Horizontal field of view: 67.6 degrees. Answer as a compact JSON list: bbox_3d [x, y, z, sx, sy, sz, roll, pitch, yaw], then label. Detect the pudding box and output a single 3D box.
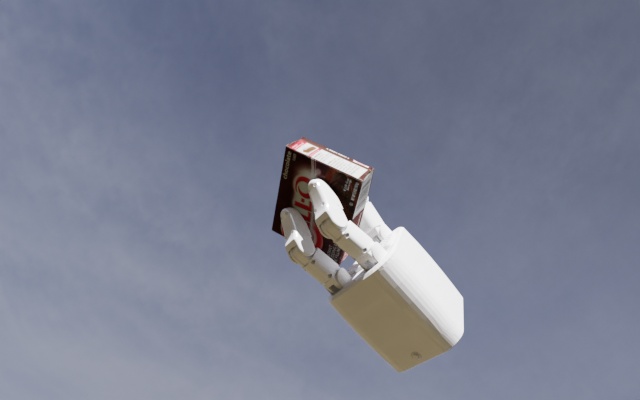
[{"bbox_3d":[0.000,0.002,0.506,0.090,0.114,0.039,25,33,19],"label":"pudding box"}]
